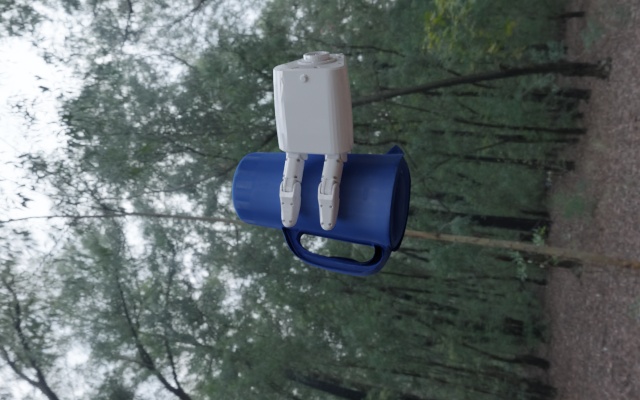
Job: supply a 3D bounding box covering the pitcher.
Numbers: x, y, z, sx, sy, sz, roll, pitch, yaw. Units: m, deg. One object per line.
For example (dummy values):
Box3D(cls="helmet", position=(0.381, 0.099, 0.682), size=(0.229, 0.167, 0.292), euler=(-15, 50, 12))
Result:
Box3D(cls="pitcher", position=(0.000, 0.002, 0.677), size=(0.243, 0.145, 0.149), euler=(6, 28, 20))
